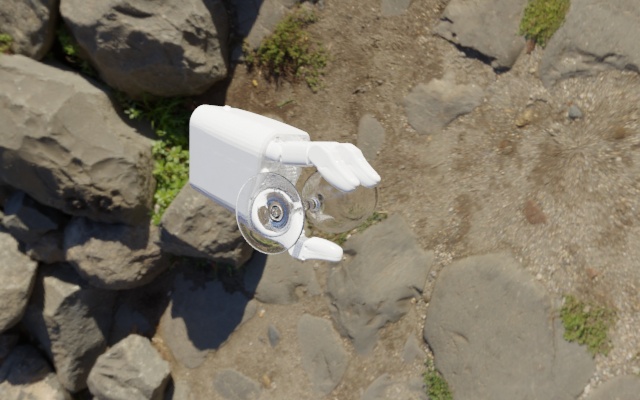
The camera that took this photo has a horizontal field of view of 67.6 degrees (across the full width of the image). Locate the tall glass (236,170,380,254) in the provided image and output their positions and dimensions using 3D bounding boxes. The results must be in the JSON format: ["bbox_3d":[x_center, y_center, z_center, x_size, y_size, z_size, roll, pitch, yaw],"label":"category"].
[{"bbox_3d":[0.000,0.002,0.512,0.079,0.079,0.201,0,6,28],"label":"tall glass"}]
